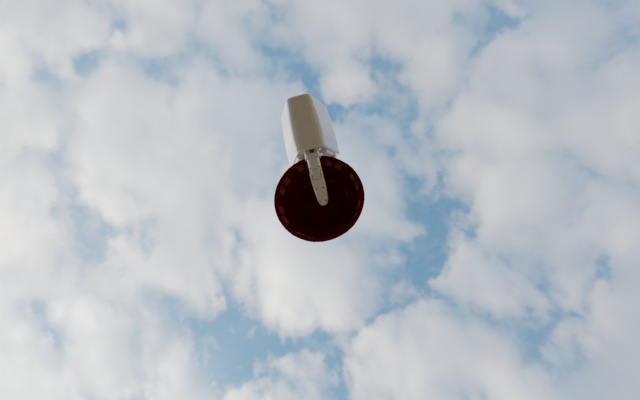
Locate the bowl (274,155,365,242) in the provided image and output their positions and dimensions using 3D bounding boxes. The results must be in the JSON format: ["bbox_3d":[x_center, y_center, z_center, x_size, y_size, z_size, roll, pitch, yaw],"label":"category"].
[{"bbox_3d":[0.000,0.004,0.865,0.162,0.162,0.055,0,-19,8],"label":"bowl"}]
